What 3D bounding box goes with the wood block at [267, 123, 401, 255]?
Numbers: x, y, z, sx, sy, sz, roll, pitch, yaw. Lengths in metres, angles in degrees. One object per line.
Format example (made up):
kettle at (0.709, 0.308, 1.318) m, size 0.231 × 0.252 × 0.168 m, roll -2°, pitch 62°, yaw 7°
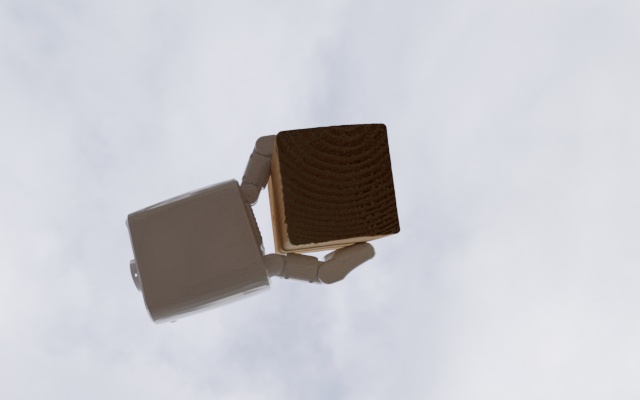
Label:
wood block at (0.000, 0.001, 0.464) m, size 0.090 × 0.091 × 0.206 m, roll -6°, pitch -8°, yaw -9°
